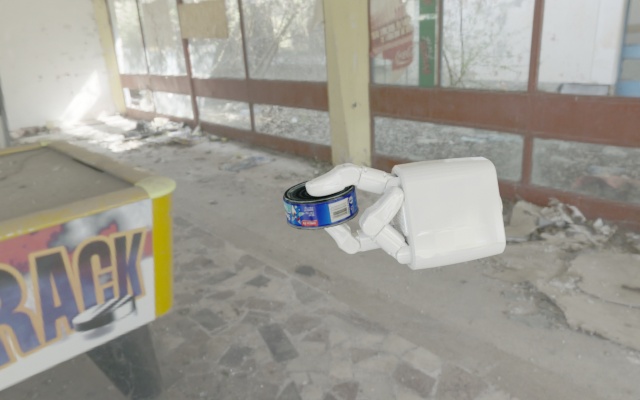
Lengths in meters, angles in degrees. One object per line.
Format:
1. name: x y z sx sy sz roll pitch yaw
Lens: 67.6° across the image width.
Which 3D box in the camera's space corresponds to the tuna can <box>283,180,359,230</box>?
1. tuna can: 0.000 0.001 0.556 0.086 0.034 0.086 -9 19 3
